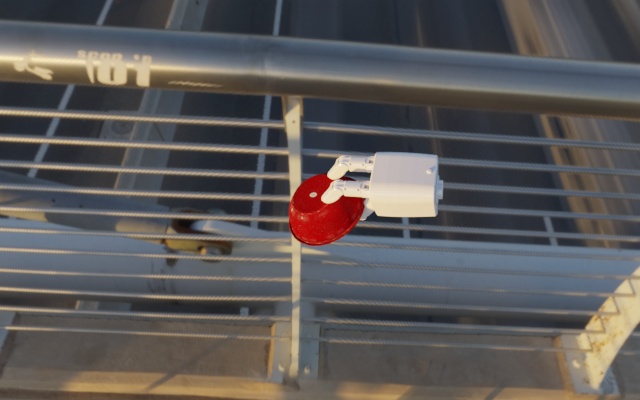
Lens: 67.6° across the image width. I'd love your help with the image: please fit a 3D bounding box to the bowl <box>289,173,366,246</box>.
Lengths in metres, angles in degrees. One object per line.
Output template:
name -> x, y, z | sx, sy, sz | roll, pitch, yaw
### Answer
bowl -> -0.001, 0.003, 0.892 | 0.162, 0.162, 0.055 | 0, -35, 33
